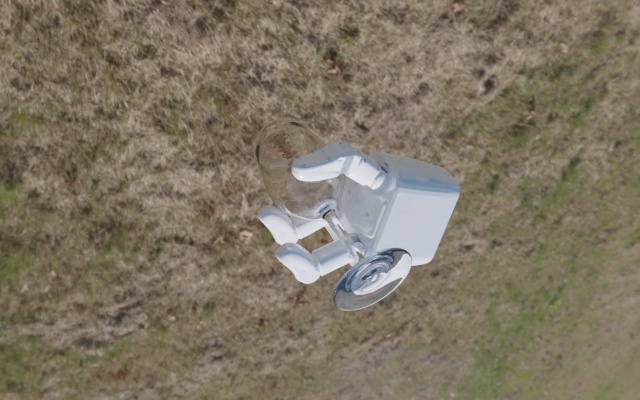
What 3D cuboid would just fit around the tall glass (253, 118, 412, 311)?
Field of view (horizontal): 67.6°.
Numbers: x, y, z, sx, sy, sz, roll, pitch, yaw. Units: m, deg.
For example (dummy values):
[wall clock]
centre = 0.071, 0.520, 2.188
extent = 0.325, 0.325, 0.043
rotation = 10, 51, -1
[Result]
[tall glass]
centre = 0.000, 0.002, 0.451
extent = 0.079, 0.079, 0.201
rotation = 0, 41, -36
